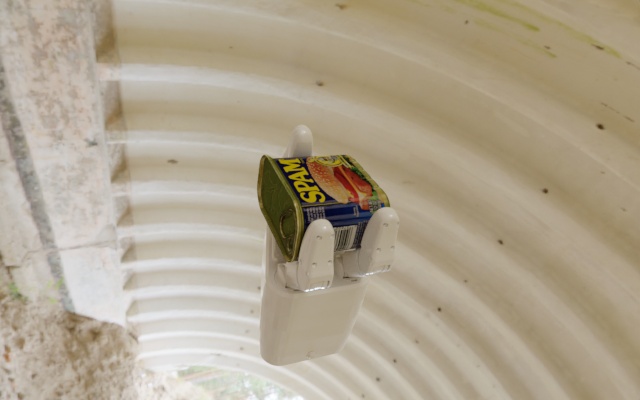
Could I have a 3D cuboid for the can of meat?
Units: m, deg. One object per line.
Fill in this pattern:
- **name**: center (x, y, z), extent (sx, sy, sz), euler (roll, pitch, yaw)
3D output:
- **can of meat**: center (0.000, 0.001, 0.413), extent (0.084, 0.057, 0.102), euler (-5, 36, -23)
